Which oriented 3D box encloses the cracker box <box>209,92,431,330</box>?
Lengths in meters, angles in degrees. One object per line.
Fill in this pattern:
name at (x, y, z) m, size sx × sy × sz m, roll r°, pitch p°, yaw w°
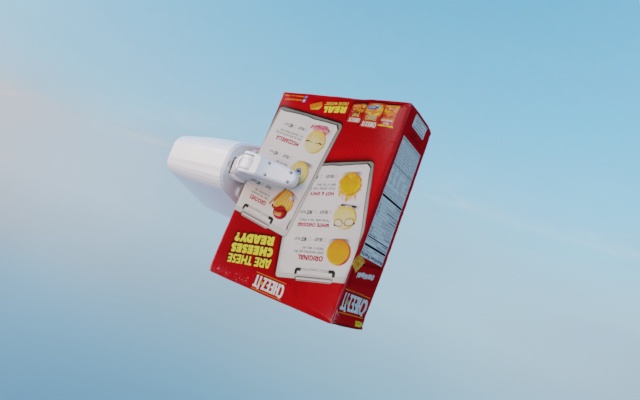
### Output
cracker box at (0.000, 0.001, 0.492) m, size 0.164 × 0.213 × 0.072 m, roll 14°, pitch -11°, yaw 37°
